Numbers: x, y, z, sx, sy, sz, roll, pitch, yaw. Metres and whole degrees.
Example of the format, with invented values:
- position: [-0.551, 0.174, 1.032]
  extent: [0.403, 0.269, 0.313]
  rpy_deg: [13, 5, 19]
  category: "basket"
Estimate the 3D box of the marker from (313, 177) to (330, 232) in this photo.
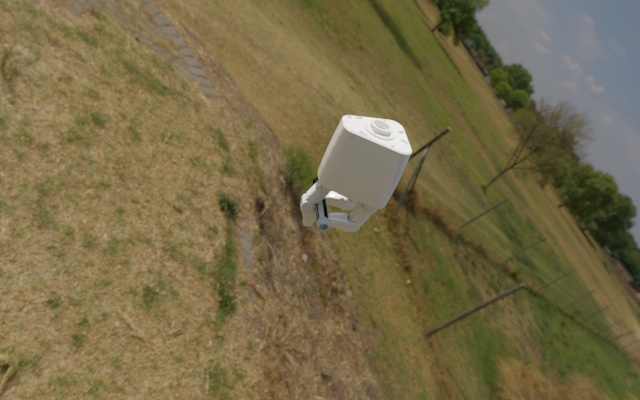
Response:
- position: [0.000, 0.003, 0.772]
  extent: [0.020, 0.020, 0.121]
  rpy_deg: [0, 40, -5]
  category: "marker"
